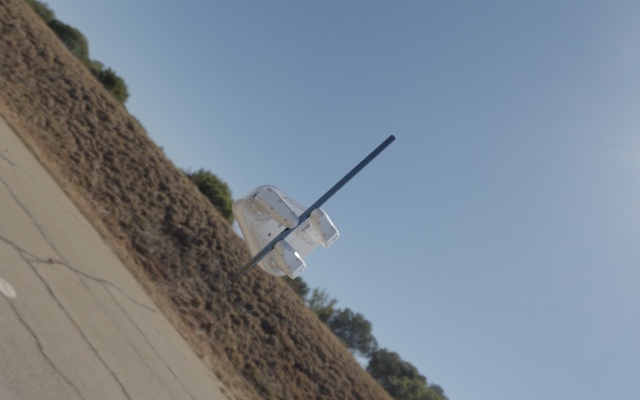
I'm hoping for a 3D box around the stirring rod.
[{"bbox_3d":[0.000,0.002,0.541,0.239,0.011,0.011,-42,12,-14],"label":"stirring rod"}]
